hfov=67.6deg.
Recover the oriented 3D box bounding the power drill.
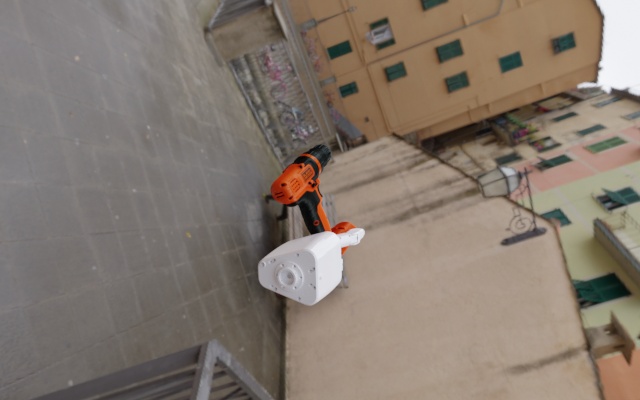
[{"bbox_3d":[0.000,0.003,0.890,0.057,0.188,0.184,-17,20,38],"label":"power drill"}]
